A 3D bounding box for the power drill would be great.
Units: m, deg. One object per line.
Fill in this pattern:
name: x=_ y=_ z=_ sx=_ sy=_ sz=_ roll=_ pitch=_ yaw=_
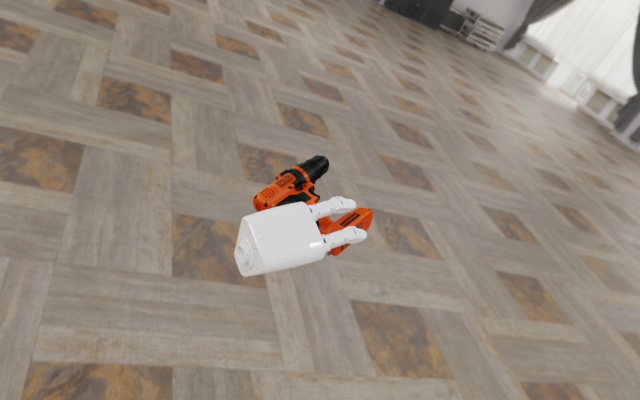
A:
power drill: x=0.000 y=0.003 z=0.866 sx=0.187 sy=0.057 sz=0.184 roll=34 pitch=54 yaw=26
